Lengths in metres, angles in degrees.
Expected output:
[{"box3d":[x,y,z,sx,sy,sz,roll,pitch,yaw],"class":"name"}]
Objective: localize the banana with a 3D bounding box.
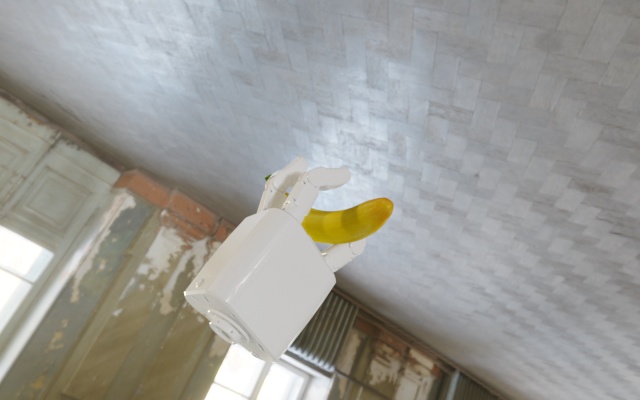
[{"box3d":[0.002,0.017,0.538,0.198,0.070,0.037,12,37,43],"class":"banana"}]
